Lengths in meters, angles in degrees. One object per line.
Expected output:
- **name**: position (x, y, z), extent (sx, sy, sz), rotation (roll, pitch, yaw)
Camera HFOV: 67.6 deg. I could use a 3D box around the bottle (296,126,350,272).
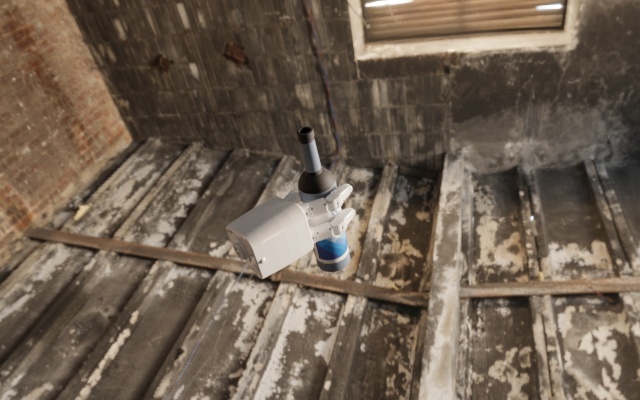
- **bottle**: position (0.000, 0.003, 0.851), extent (0.069, 0.296, 0.069), rotation (-8, 38, 6)
